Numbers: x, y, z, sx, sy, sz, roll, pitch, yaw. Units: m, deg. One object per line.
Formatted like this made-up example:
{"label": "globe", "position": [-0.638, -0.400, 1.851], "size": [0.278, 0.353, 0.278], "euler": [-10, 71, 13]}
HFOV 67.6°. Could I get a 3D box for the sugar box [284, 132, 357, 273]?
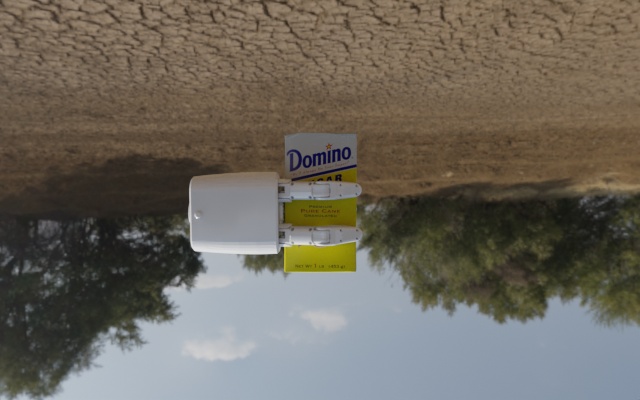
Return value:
{"label": "sugar box", "position": [0.000, 0.002, 0.613], "size": [0.093, 0.176, 0.048], "euler": [-1, 3, -1]}
